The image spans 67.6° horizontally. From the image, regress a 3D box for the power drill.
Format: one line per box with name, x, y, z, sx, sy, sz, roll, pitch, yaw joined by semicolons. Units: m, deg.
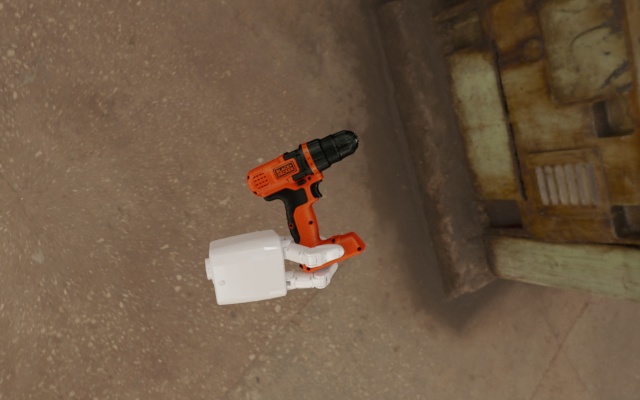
power drill;0.000;0.003;0.739;0.184;0.187;0.057;-23;2;10
